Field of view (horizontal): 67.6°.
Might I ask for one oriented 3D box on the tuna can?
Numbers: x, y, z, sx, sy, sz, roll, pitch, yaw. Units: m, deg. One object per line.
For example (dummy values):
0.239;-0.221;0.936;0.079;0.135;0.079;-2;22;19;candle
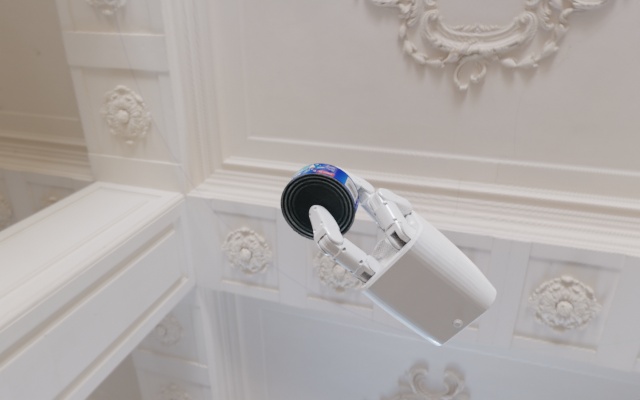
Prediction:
0.000;0.001;0.543;0.086;0.086;0.033;0;27;15;tuna can
